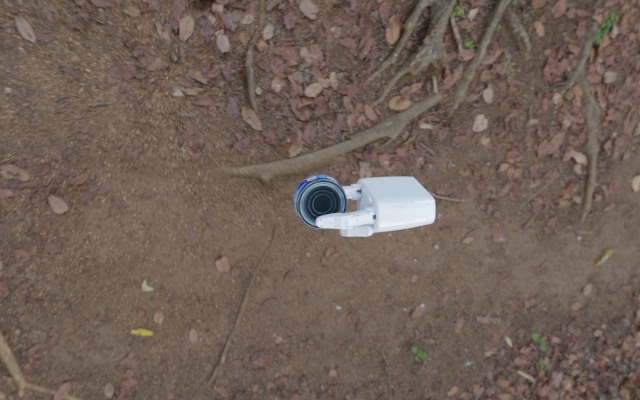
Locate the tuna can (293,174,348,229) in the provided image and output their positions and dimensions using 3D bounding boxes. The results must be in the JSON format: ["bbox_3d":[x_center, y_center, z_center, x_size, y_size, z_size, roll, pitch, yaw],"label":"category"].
[{"bbox_3d":[0.000,0.003,0.777,0.086,0.086,0.033,0,14,-12],"label":"tuna can"}]
